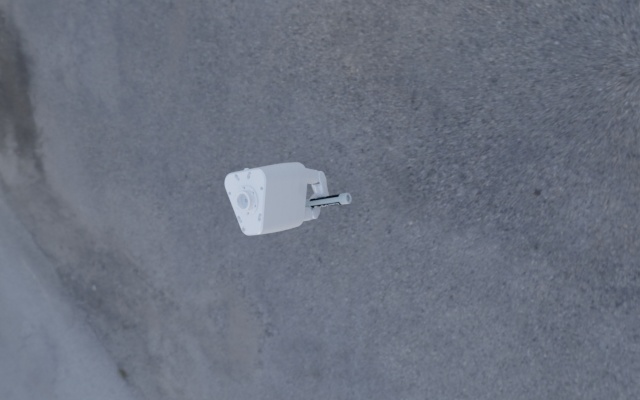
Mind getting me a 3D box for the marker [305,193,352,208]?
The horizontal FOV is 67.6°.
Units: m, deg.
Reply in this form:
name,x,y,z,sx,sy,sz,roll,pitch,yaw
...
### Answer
name,x,y,z,sx,sy,sz,roll,pitch,yaw
marker,0.000,0.003,0.854,0.121,0.020,0.020,-8,-5,36
